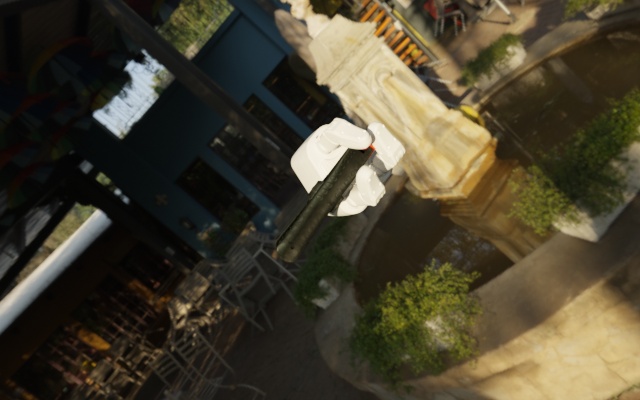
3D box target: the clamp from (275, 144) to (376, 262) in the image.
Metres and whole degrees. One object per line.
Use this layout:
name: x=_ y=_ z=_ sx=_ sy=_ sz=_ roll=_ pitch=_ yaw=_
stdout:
clamp: x=0.000 y=0.001 z=0.557 sx=0.039 sy=0.171 sz=0.120 roll=41 pitch=-15 yaw=-9
